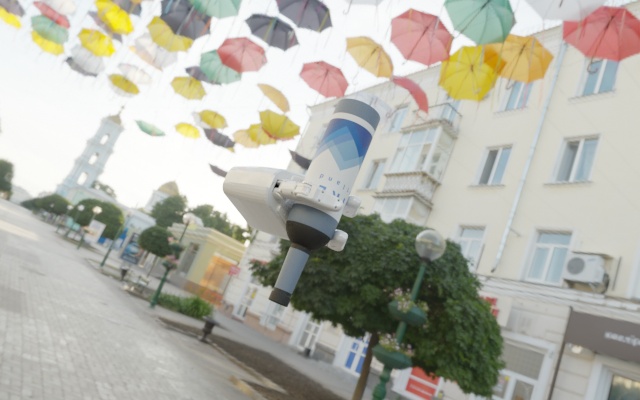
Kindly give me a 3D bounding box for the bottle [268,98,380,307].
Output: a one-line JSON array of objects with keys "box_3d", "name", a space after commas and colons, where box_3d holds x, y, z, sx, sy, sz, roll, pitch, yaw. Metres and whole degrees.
[{"box_3d": [0.000, 0.002, 0.654, 0.069, 0.295, 0.069, 21, -15, 6], "name": "bottle"}]
